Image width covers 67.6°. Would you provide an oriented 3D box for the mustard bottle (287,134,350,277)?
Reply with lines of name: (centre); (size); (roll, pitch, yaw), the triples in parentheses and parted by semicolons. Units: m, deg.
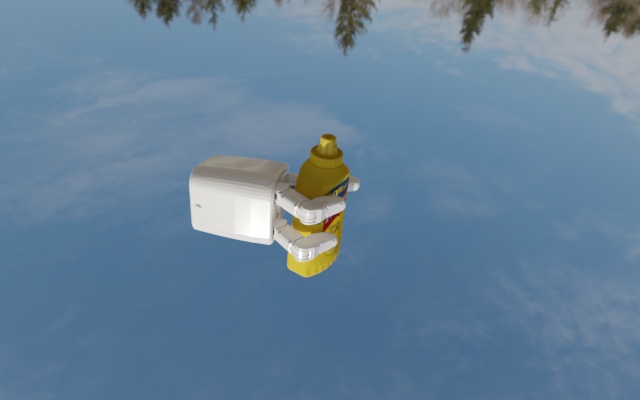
mustard bottle: (0.000, 0.002, 0.626); (0.058, 0.192, 0.096); (25, 38, 25)
